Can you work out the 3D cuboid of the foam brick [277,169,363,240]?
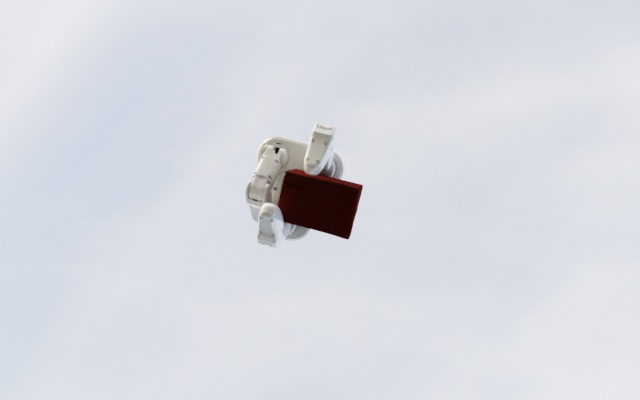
[{"bbox_3d":[0.000,0.002,0.487,0.078,0.053,0.051,15,8,8],"label":"foam brick"}]
